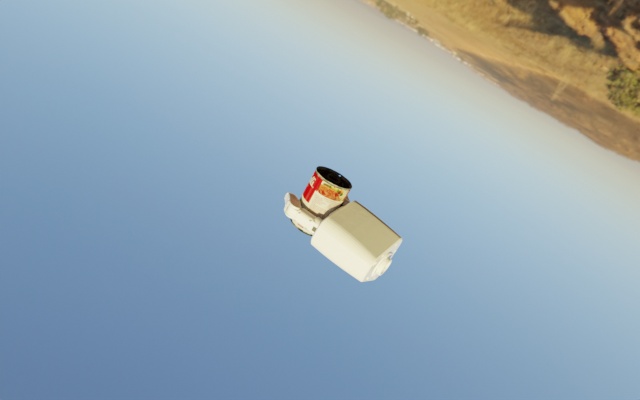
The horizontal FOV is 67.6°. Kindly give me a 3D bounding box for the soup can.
[{"bbox_3d":[0.000,0.003,0.807,0.068,0.102,0.068,25,22,-11],"label":"soup can"}]
